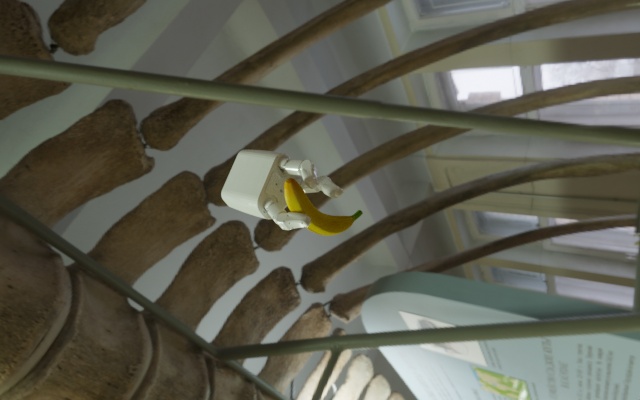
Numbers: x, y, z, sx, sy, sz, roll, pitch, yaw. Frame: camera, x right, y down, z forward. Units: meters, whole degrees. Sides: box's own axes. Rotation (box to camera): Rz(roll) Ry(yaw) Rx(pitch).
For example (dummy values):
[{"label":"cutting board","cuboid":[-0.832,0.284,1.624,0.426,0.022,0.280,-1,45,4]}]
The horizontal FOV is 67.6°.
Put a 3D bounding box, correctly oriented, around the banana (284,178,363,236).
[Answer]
[{"label":"banana","cuboid":[-0.005,0.021,0.822,0.037,0.069,0.198,20,-3,43]}]
